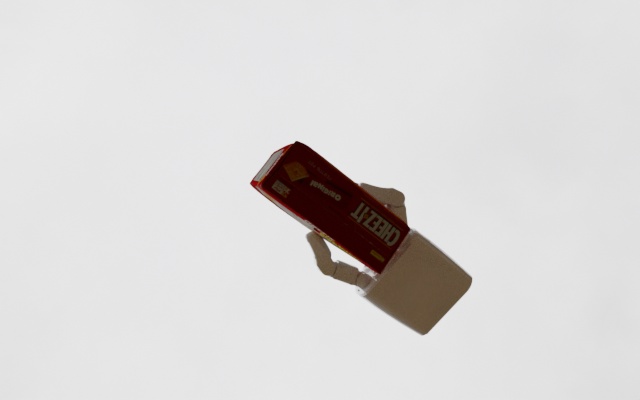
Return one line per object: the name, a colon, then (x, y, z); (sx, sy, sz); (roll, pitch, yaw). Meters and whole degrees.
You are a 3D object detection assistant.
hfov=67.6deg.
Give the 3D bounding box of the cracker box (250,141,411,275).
cracker box: (0.000, 0.002, 0.607); (0.164, 0.072, 0.213); (36, -5, -11)
